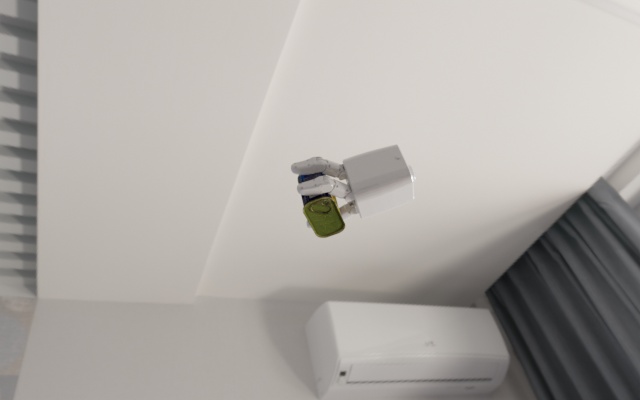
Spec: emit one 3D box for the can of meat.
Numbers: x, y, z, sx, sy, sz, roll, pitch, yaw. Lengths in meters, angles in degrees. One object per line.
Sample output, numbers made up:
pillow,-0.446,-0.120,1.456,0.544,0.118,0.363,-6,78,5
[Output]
can of meat,0.000,0.003,0.859,0.057,0.083,0.102,-20,-43,7
